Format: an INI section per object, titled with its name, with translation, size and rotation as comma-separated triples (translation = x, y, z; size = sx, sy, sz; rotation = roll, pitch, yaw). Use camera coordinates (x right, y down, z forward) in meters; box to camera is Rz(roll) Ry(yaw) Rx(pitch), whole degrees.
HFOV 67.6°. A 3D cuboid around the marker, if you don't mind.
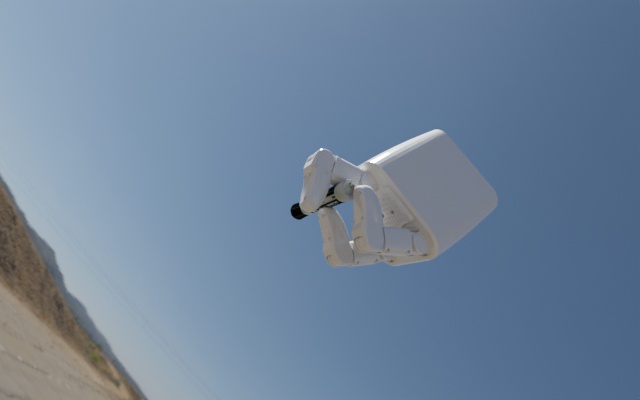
[marker]
translation = 0.000, 0.002, 0.486
size = 0.020, 0.020, 0.121
rotation = 0, -12, -28
